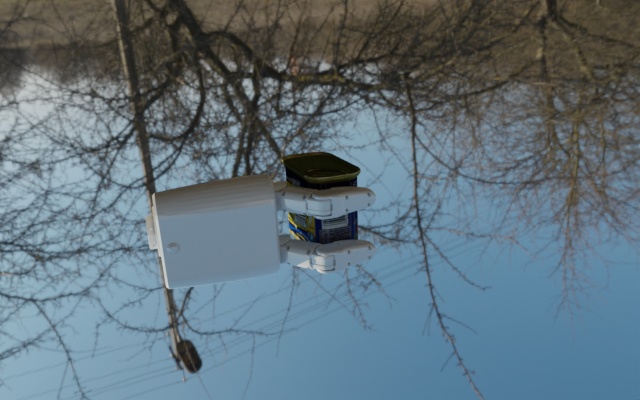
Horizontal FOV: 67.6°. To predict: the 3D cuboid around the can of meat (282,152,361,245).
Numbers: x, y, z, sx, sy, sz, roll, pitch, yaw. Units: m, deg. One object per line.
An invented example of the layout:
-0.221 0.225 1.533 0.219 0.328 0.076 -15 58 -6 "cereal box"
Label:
0.000 0.002 0.495 0.057 0.084 0.102 -9 20 -20 "can of meat"
